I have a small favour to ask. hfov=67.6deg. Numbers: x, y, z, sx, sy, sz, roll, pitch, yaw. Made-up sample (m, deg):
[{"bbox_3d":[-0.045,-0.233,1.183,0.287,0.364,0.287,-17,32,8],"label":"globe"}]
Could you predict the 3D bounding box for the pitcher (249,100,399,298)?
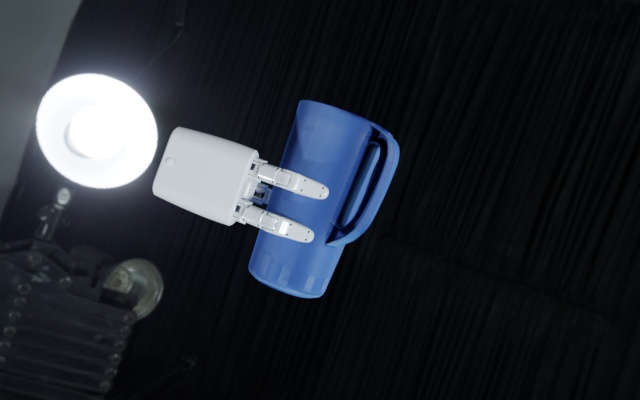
[{"bbox_3d":[0.000,0.002,0.628,0.145,0.243,0.149,20,1,3],"label":"pitcher"}]
